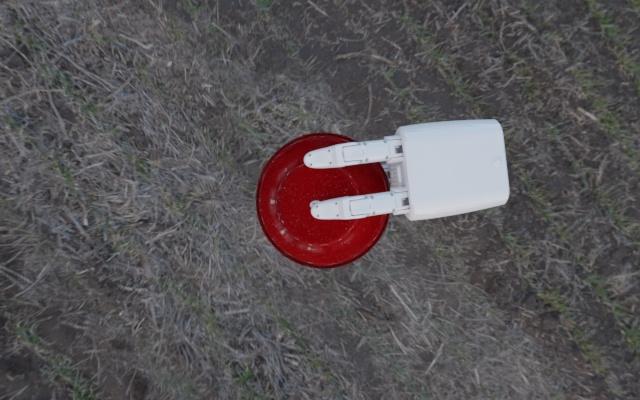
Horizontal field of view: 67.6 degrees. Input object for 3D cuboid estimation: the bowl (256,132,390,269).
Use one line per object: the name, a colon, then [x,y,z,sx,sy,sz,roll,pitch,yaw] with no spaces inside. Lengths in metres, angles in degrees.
bowl: [-0.001,0.002,0.539,0.162,0.162,0.055,0,3,6]
